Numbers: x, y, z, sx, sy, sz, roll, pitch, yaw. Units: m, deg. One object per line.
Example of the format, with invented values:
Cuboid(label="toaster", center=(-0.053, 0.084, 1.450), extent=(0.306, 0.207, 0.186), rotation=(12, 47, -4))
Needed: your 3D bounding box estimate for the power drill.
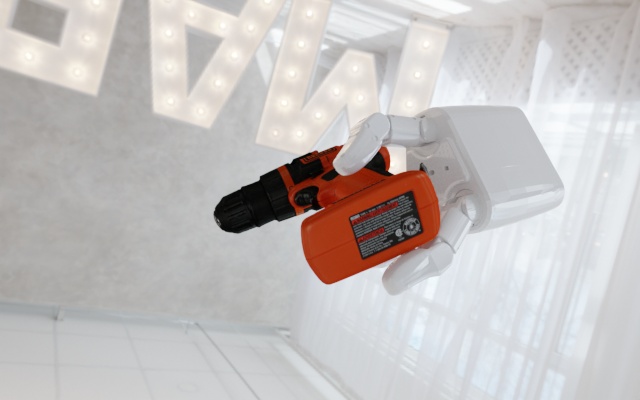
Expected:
Cuboid(label="power drill", center=(0.000, 0.001, 0.411), extent=(0.184, 0.057, 0.187), rotation=(-25, 22, -8))
